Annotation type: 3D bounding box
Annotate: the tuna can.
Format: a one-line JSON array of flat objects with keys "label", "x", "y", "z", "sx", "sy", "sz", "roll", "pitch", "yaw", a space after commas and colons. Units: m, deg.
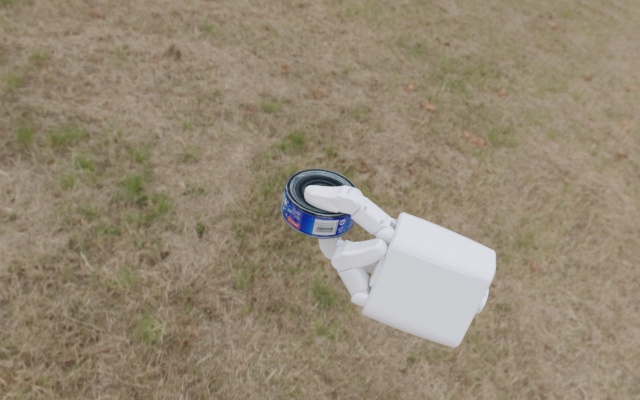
[{"label": "tuna can", "x": 0.000, "y": 0.001, "z": 0.534, "sx": 0.086, "sy": 0.034, "sz": 0.086, "roll": 8, "pitch": 39, "yaw": -6}]
